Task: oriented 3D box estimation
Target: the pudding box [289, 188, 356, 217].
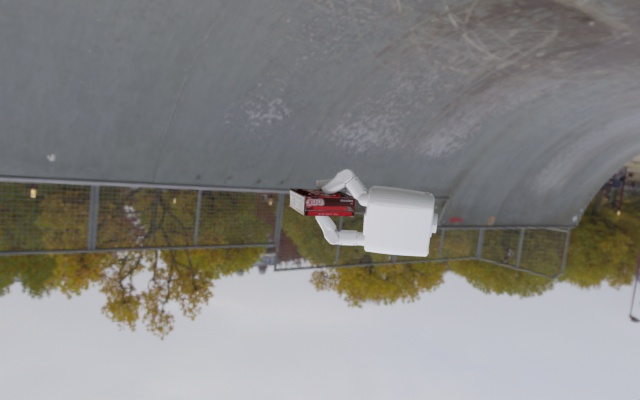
[{"bbox_3d":[0.000,0.003,0.830,0.090,0.039,0.113,3,5,-18],"label":"pudding box"}]
